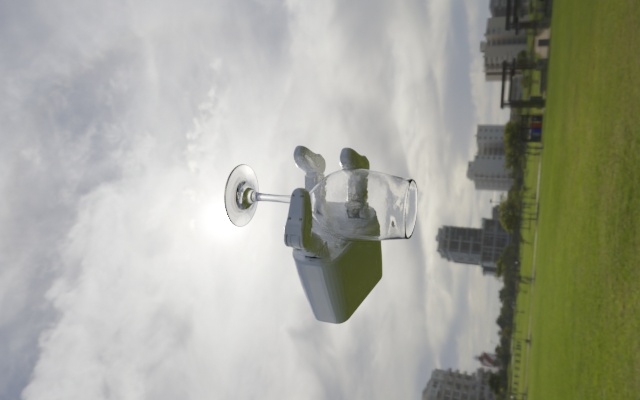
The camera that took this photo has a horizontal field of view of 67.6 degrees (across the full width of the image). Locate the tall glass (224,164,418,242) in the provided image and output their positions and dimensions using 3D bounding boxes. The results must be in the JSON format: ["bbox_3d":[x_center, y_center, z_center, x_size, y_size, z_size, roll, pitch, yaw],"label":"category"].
[{"bbox_3d":[-0.001,0.002,0.520,0.201,0.079,0.079,4,2,22],"label":"tall glass"}]
